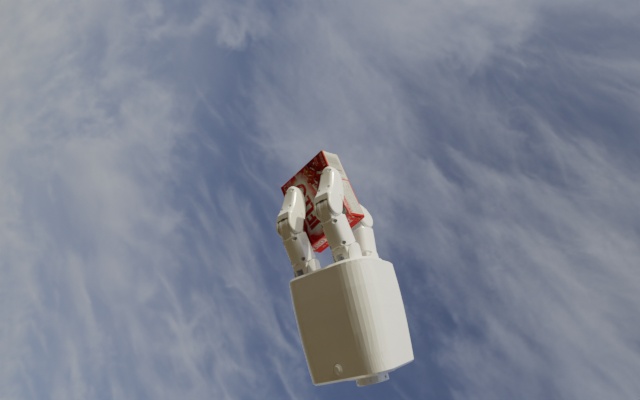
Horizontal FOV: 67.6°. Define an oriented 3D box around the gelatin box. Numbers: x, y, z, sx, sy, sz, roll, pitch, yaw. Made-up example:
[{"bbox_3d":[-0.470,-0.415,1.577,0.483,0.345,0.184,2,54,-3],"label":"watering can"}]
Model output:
[{"bbox_3d":[0.000,0.002,0.526,0.030,0.089,0.073,12,-43,-46],"label":"gelatin box"}]
